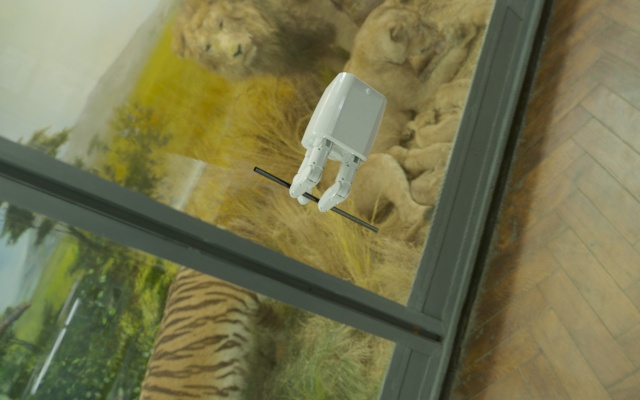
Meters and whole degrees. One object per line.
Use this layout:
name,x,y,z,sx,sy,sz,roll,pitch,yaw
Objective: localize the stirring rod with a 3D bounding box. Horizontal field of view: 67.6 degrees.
stirring rod,0.000,0.002,0.743,0.239,0.011,0.011,27,-14,-28
